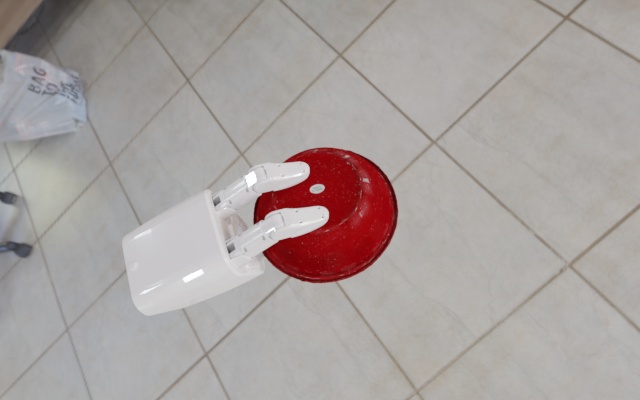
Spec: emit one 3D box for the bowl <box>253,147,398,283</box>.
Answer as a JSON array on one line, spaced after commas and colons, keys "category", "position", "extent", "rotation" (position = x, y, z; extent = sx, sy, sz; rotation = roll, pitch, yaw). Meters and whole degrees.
[{"category": "bowl", "position": [0.001, 0.001, 0.503], "extent": [0.162, 0.162, 0.055], "rotation": [0, -25, 10]}]
